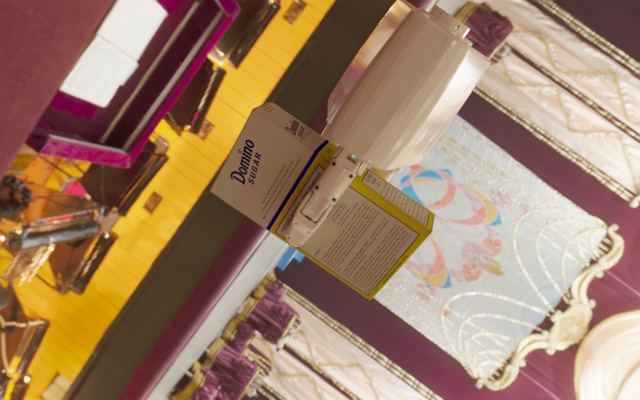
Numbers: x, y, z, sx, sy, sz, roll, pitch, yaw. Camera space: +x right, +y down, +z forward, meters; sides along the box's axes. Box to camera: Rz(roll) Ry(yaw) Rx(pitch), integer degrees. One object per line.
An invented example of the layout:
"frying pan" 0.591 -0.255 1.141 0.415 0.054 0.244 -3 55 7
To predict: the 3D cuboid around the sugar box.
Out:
"sugar box" 0.000 0.001 0.419 0.176 0.093 0.048 36 28 3
